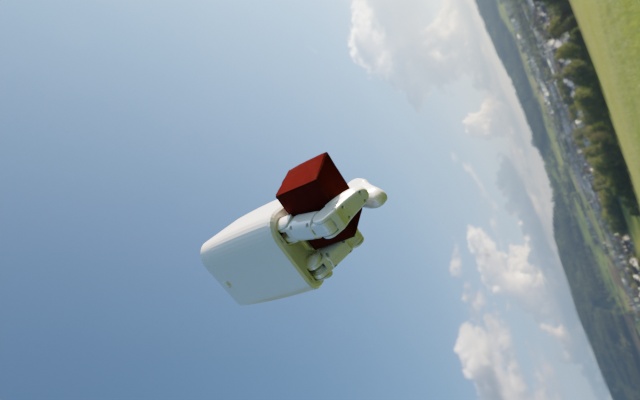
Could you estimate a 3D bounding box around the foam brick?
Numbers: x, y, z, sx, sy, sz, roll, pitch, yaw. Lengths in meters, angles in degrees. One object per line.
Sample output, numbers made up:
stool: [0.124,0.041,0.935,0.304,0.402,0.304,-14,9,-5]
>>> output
foam brick: [0.000,0.001,0.491,0.051,0.078,0.053,-20,28,28]
